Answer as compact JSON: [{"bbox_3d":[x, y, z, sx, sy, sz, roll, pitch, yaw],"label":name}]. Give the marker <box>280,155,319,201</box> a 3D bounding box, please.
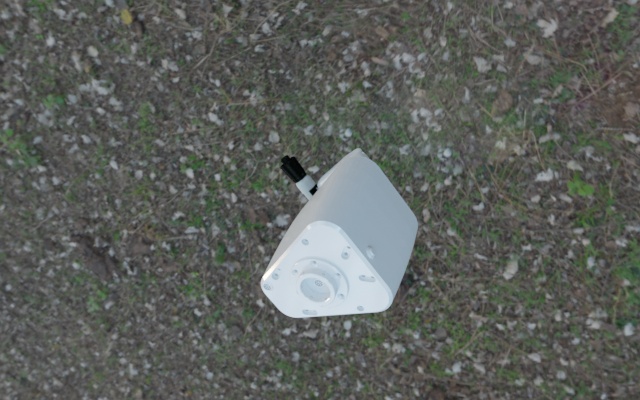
[{"bbox_3d":[0.000,0.002,0.499,0.020,0.121,0.020,-37,14,11],"label":"marker"}]
